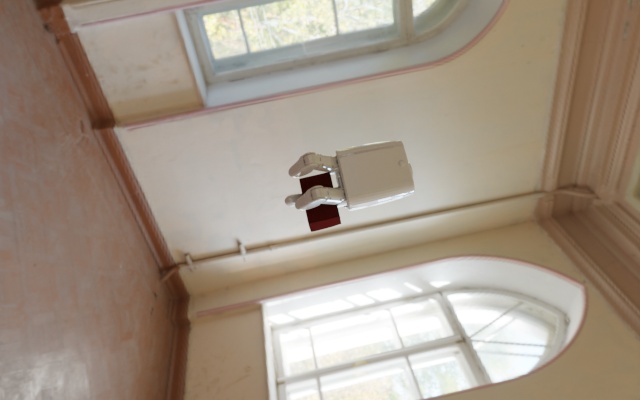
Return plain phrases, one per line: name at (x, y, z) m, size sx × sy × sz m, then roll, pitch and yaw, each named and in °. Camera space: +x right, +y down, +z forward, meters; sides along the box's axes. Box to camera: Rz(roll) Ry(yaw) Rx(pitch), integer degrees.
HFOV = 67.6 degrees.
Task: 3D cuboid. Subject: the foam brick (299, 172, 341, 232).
foam brick at (0.000, 0.003, 0.758) m, size 0.051 × 0.078 × 0.053 m, roll -12°, pitch -17°, yaw 0°
